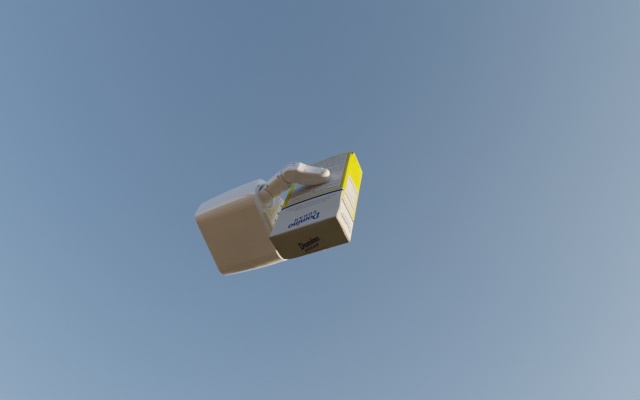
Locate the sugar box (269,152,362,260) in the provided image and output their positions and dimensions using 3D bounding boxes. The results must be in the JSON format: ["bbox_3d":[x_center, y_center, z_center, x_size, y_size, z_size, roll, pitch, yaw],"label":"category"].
[{"bbox_3d":[0.000,0.002,0.631,0.093,0.048,0.176,-18,28,21],"label":"sugar box"}]
